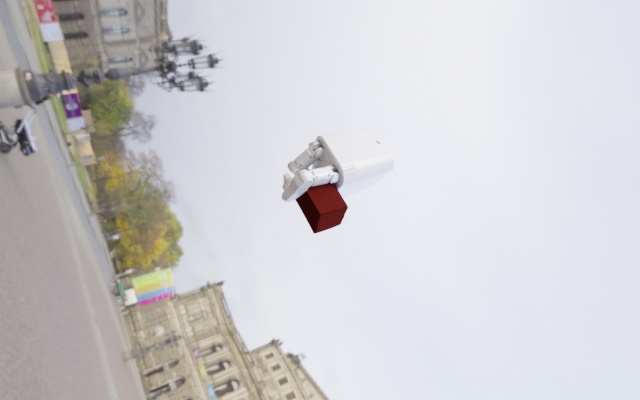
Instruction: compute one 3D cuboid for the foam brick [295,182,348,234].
[{"bbox_3d":[0.000,0.003,0.759,0.051,0.078,0.053,-15,-32,-26],"label":"foam brick"}]
